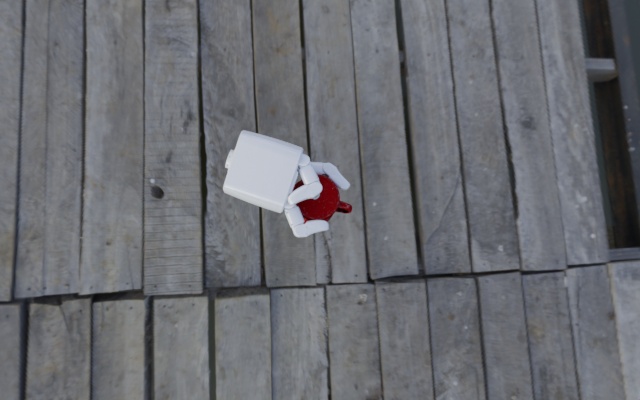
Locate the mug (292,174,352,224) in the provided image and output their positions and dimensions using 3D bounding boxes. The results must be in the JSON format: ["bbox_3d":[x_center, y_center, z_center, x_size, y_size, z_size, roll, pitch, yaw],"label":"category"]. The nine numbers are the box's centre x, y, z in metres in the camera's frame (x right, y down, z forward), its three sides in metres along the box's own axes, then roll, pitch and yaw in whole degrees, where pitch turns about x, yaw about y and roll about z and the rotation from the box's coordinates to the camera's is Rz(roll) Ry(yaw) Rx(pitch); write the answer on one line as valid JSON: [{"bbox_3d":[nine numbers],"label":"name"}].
[{"bbox_3d":[0.002,0.003,0.854,0.117,0.093,0.081,17,-9,-6],"label":"mug"}]
